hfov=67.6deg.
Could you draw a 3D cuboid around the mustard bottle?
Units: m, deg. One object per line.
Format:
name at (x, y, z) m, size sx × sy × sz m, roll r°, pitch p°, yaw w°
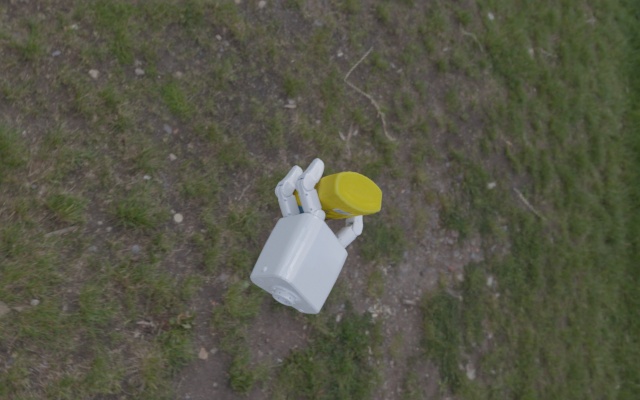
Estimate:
mustard bottle at (0.000, 0.002, 0.766) m, size 0.096 × 0.058 × 0.191 m, roll 18°, pitch -20°, yaw -35°
